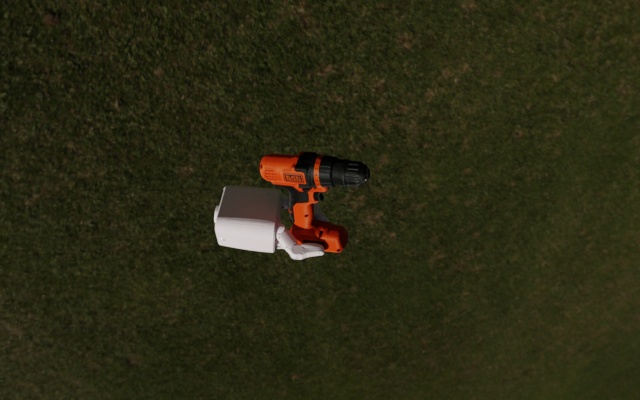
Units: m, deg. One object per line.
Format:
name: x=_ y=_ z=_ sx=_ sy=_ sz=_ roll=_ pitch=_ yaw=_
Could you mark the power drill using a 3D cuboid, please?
power drill: x=0.000 y=0.003 z=0.810 sx=0.184 sy=0.188 sz=0.057 roll=7 pitch=41 yaw=21
